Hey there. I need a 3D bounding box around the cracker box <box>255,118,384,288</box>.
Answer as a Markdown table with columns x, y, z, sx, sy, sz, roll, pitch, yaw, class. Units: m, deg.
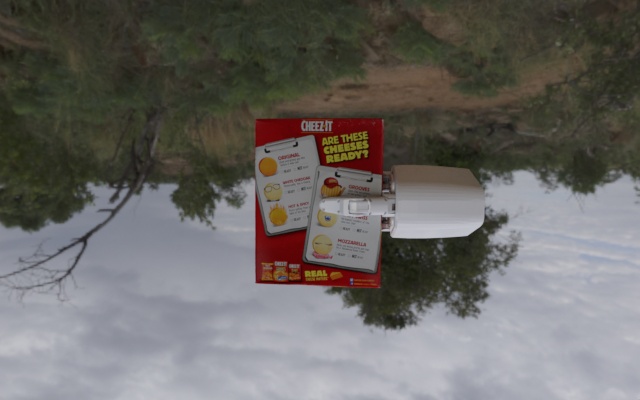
| x | y | z | sx | sy | sz | roll | pitch | yaw | class |
| --- | --- | --- | --- | --- | --- | --- | --- | --- | --- |
| 0.000 | 0.002 | 0.630 | 0.164 | 0.214 | 0.072 | 1 | 4 | 5 | cracker box |
